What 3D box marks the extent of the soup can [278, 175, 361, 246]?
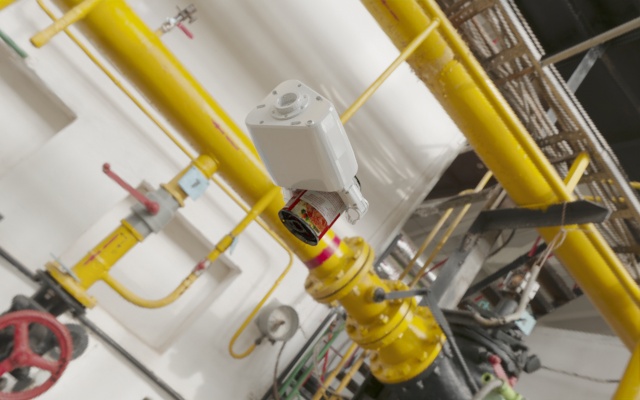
[{"bbox_3d":[0.001,0.002,0.652,0.102,0.068,0.068,-49,24,-22],"label":"soup can"}]
